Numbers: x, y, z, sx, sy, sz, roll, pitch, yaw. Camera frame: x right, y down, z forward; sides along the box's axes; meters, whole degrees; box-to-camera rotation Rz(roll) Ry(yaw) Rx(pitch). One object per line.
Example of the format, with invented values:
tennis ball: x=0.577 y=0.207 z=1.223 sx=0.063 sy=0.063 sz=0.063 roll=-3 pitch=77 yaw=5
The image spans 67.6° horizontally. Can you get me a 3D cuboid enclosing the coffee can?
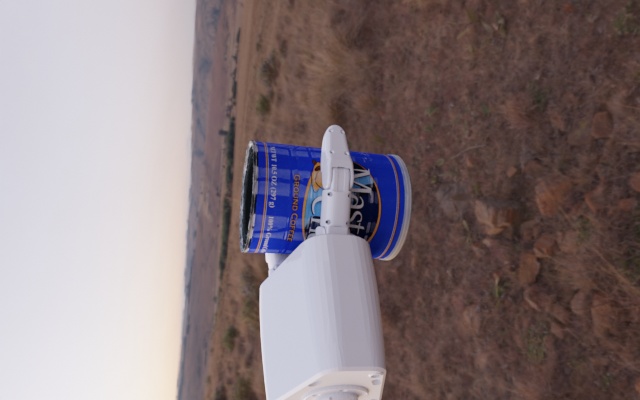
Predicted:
coffee can: x=0.000 y=0.001 z=0.448 sx=0.140 sy=0.103 sz=0.103 roll=4 pitch=-1 yaw=-14
